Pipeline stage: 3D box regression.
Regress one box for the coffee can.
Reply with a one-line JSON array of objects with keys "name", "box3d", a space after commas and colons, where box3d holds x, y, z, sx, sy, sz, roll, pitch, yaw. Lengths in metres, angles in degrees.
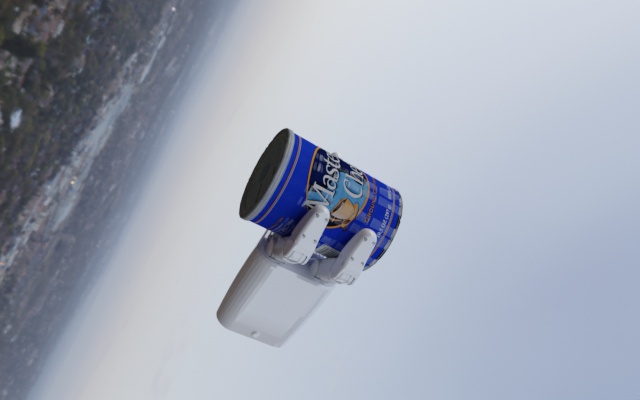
[{"name": "coffee can", "box3d": [0.000, 0.001, 0.505, 0.140, 0.103, 0.103, 27, -10, -20]}]
